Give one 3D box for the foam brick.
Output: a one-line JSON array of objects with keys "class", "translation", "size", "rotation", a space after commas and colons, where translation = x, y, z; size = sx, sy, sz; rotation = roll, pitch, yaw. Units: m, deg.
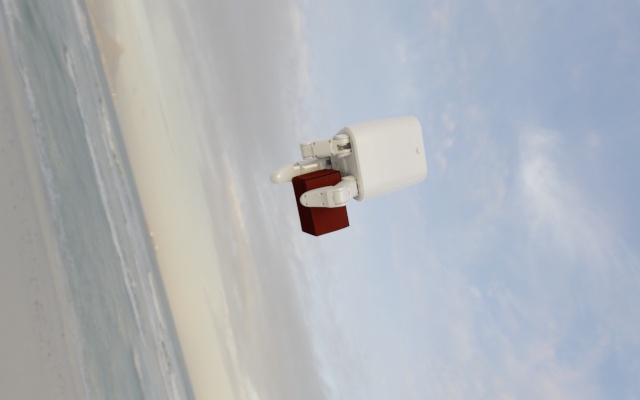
[{"class": "foam brick", "translation": [0.000, 0.002, 0.633], "size": [0.051, 0.078, 0.053], "rotation": [-15, 13, -22]}]
